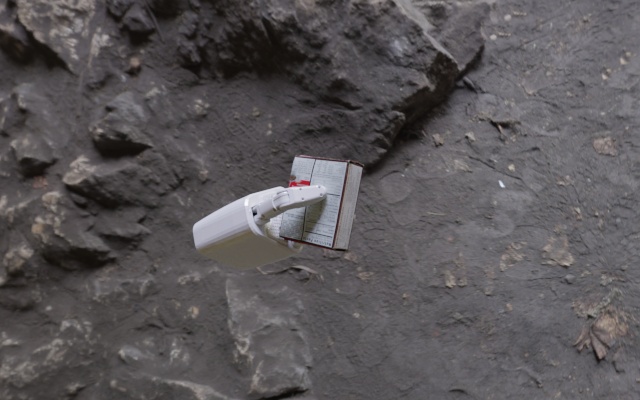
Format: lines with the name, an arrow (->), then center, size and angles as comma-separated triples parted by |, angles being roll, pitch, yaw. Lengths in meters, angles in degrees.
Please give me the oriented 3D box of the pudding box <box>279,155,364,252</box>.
pudding box -> 0.000, 0.002, 0.607 | 0.090, 0.113, 0.039 | 10, 0, 35
